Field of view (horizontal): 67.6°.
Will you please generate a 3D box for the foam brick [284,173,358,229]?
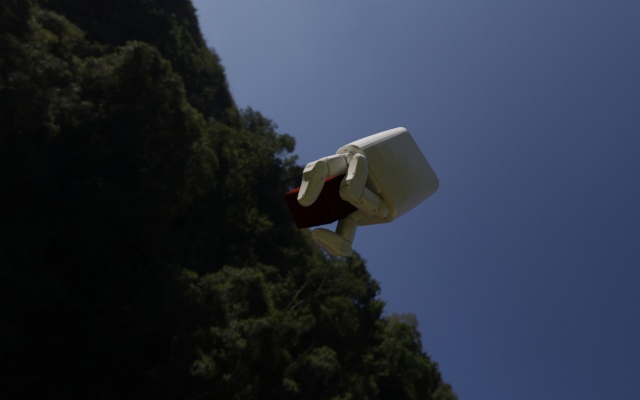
[{"bbox_3d":[0.000,0.002,0.631,0.051,0.053,0.078,-26,9,-38],"label":"foam brick"}]
